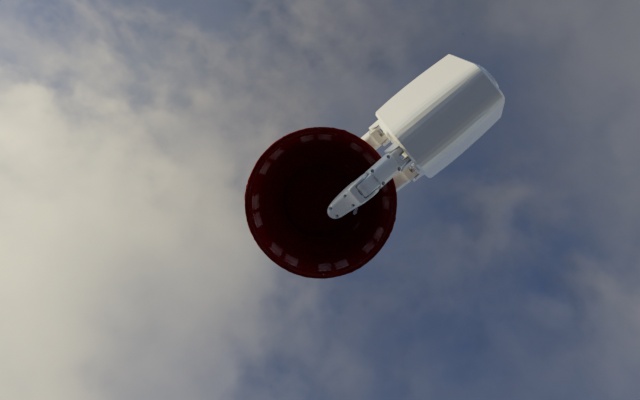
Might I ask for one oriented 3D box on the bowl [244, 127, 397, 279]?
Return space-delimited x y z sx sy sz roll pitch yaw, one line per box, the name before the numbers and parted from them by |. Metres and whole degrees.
bowl | -0.001 0.002 0.529 0.162 0.162 0.055 0 4 -2
